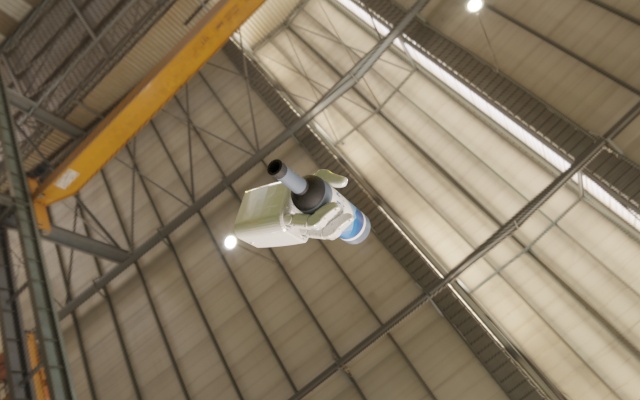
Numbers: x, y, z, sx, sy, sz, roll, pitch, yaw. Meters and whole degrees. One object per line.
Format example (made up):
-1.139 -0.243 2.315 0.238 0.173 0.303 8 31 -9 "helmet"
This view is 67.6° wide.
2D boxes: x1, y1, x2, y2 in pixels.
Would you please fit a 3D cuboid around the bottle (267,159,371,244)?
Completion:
0.000 0.003 0.838 0.069 0.069 0.296 0 -21 31 "bottle"
